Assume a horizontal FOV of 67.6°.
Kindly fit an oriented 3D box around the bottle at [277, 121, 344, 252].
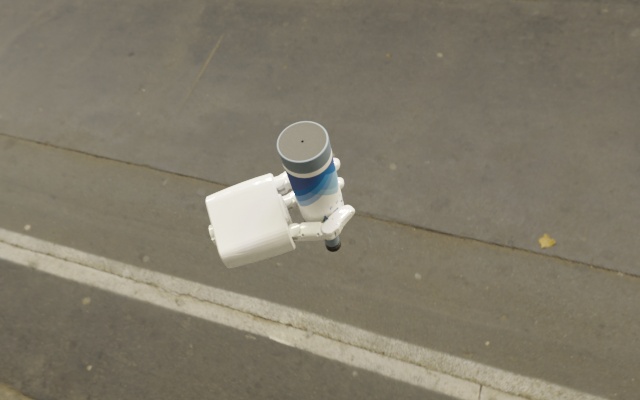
[{"bbox_3d":[0.000,0.002,0.721,0.069,0.069,0.296,0,-31,10],"label":"bottle"}]
